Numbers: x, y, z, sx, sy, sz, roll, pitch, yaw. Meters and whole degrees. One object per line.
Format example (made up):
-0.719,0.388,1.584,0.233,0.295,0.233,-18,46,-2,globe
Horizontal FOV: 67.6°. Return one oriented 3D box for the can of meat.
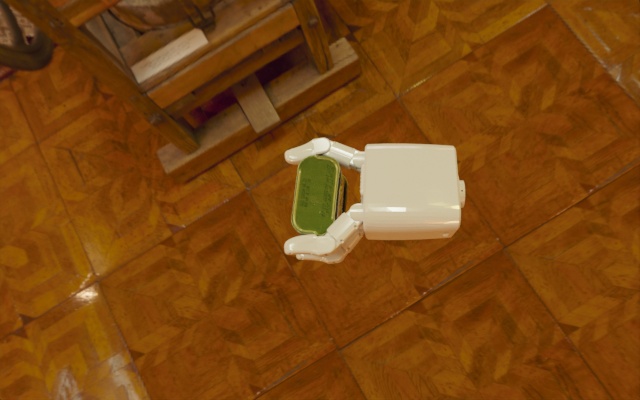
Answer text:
0.000,0.002,0.594,0.057,0.102,0.084,4,-12,9,can of meat
